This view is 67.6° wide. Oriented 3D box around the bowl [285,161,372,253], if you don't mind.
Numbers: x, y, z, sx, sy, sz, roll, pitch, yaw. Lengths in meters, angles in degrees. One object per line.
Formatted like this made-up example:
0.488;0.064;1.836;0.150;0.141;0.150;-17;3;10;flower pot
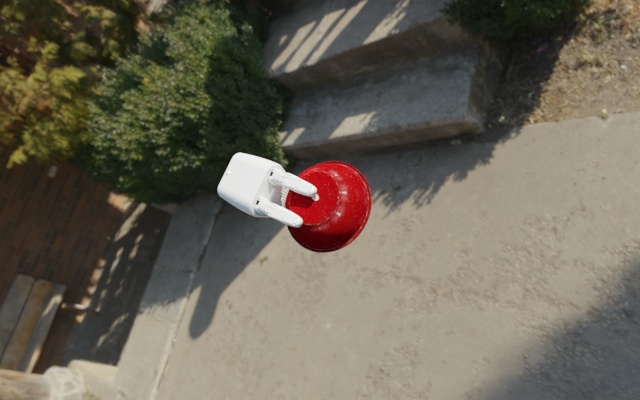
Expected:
0.001;0.003;0.789;0.162;0.162;0.055;0;-15;26;bowl
